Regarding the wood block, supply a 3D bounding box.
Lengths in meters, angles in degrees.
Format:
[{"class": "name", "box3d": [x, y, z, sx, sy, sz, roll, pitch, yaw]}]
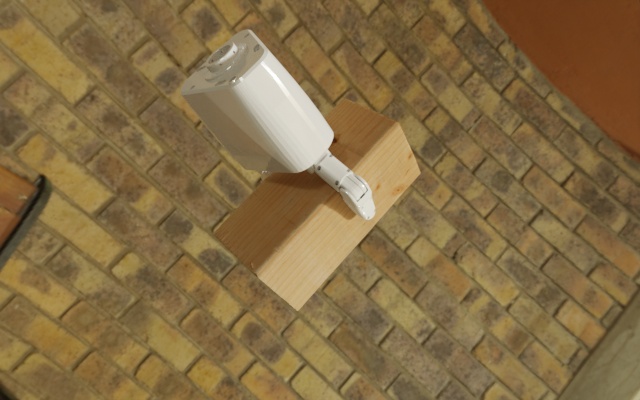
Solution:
[{"class": "wood block", "box3d": [0.000, 0.002, 0.516, 0.090, 0.206, 0.090, 35, -12, 41]}]
